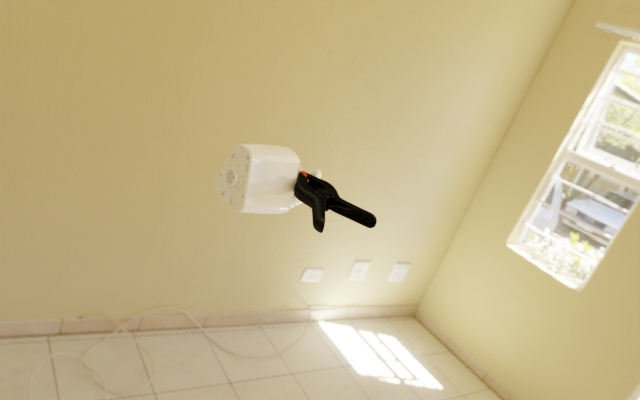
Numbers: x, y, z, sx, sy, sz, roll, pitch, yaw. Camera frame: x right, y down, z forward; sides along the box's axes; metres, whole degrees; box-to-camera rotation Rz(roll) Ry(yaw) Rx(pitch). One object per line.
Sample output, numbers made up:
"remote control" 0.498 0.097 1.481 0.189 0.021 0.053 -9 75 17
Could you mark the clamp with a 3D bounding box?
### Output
"clamp" 0.000 0.002 0.801 0.120 0.039 0.171 -2 29 -46
